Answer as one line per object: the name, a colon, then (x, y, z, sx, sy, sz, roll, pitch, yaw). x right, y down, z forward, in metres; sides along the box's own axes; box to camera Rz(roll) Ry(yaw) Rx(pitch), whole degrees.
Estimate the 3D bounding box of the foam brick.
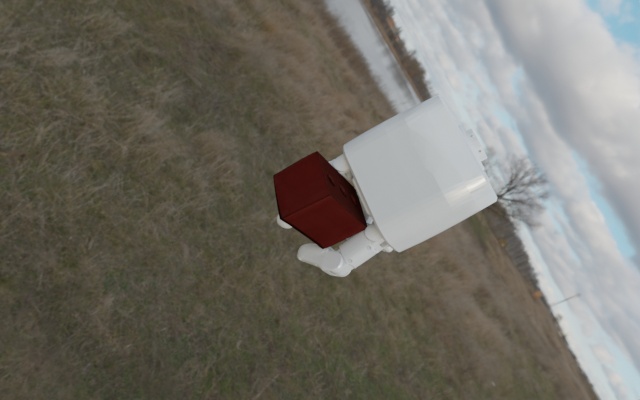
foam brick: (0.000, 0.001, 0.448, 0.051, 0.053, 0.078, -28, -37, 19)
